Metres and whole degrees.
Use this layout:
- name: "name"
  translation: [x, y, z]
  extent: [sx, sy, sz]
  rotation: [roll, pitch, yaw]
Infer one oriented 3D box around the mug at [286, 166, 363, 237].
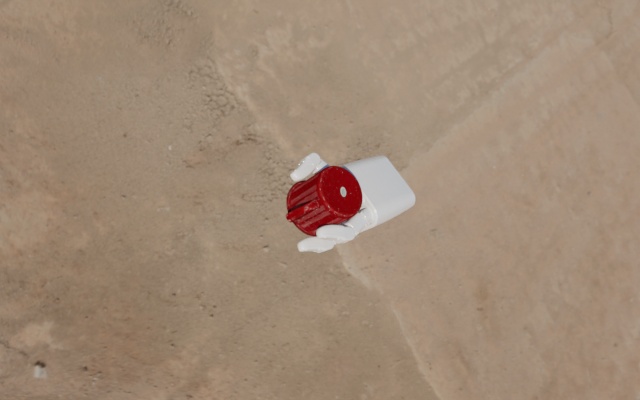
- name: "mug"
  translation: [-0.001, 0.003, 0.704]
  extent: [0.117, 0.093, 0.081]
  rotation: [-21, -6, -40]
